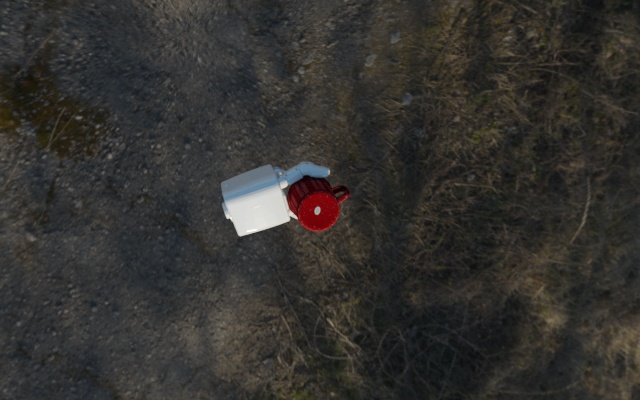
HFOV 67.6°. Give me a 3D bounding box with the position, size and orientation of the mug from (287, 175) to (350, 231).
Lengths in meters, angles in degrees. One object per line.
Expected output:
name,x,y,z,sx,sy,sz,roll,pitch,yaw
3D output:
mug,0.002,0.003,0.896,0.117,0.093,0.081,-20,22,-6
